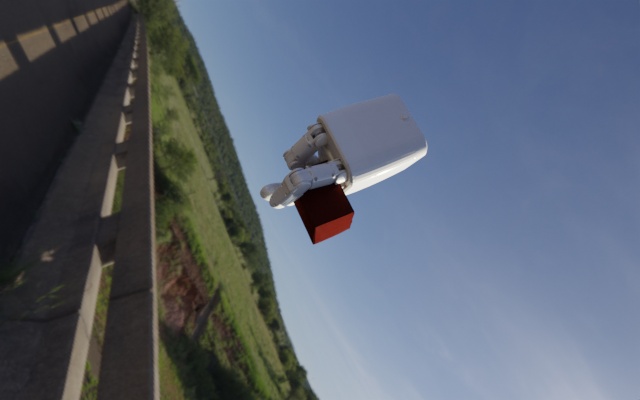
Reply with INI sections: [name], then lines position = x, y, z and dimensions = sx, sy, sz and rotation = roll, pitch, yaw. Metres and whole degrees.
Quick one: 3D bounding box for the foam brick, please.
[foam brick]
position = 0.000, 0.002, 0.572
dimensions = 0.051, 0.078, 0.053
rotation = -20, -23, -14
